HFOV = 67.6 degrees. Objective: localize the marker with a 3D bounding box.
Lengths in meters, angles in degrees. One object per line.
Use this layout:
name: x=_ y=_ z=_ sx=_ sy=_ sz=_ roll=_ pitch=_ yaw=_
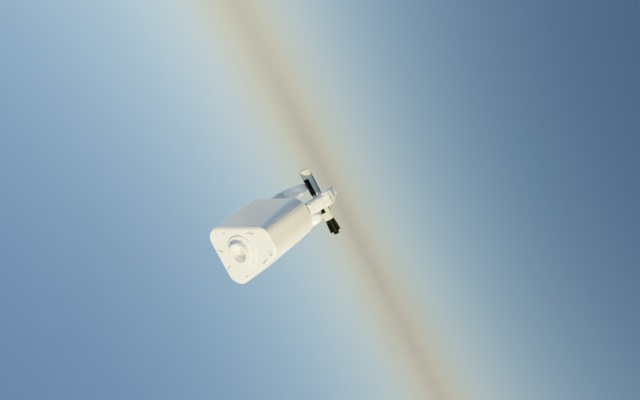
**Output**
marker: x=0.000 y=0.003 z=0.794 sx=0.020 sy=0.121 sz=0.020 roll=-27 pitch=8 yaw=4
